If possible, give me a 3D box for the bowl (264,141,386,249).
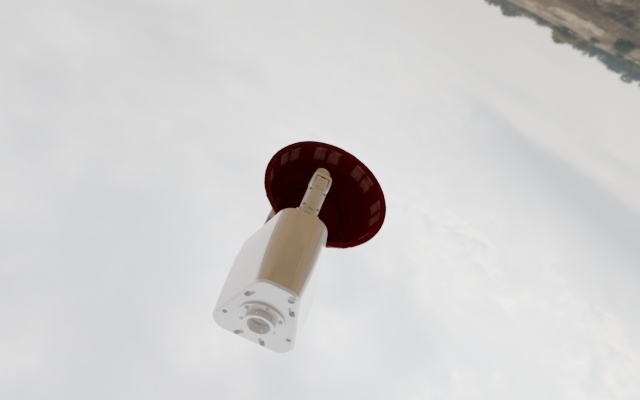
[{"bbox_3d":[0.001,0.001,0.611,0.162,0.162,0.055,0,-33,-24],"label":"bowl"}]
